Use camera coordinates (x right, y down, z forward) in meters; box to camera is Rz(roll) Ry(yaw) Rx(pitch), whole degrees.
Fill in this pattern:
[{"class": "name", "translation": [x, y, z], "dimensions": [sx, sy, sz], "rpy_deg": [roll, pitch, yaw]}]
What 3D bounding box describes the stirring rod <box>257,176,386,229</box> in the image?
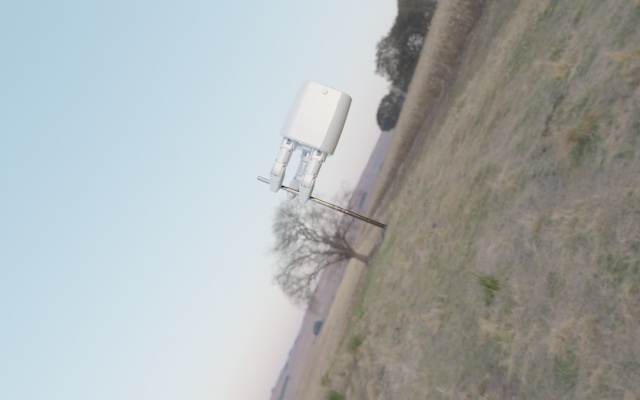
[{"class": "stirring rod", "translation": [0.000, 0.003, 0.835], "dimensions": [0.239, 0.011, 0.011], "rpy_deg": [21, 2, 6]}]
